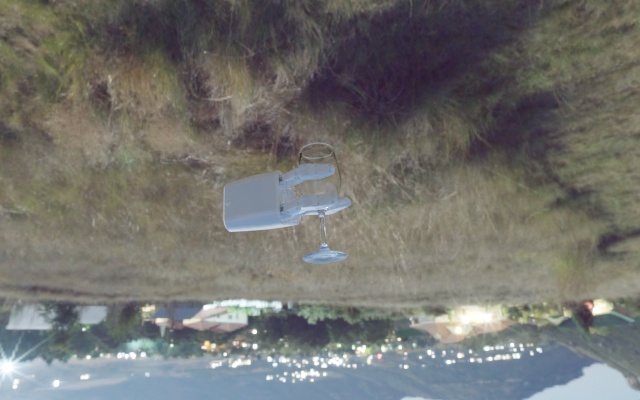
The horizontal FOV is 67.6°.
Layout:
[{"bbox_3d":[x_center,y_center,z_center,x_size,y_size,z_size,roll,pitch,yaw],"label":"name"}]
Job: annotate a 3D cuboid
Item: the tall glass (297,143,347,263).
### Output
[{"bbox_3d":[0.000,0.003,0.828,0.079,0.201,0.079,-3,-21,-1],"label":"tall glass"}]
